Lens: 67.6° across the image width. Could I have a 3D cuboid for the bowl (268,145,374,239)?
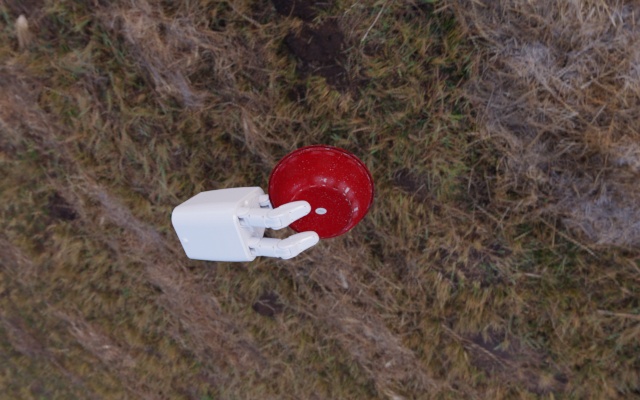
[{"bbox_3d":[0.001,0.002,0.698,0.162,0.162,0.055,0,34,1],"label":"bowl"}]
